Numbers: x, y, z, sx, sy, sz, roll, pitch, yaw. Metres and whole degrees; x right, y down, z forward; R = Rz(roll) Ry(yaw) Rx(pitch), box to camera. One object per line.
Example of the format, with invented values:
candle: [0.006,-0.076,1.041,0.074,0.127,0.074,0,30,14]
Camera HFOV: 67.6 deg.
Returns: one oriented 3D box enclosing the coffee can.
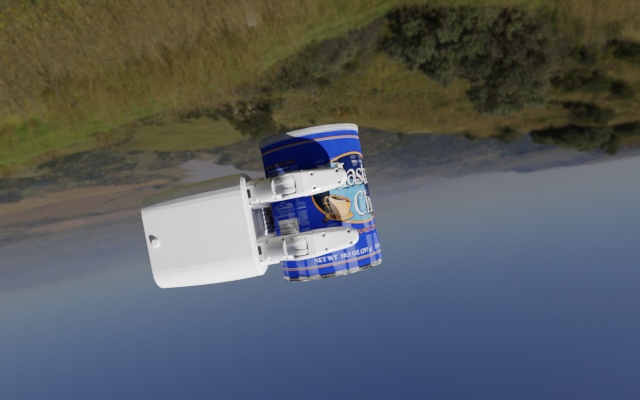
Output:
coffee can: [0.000,0.001,0.487,0.103,0.140,0.103,-11,-1,0]
